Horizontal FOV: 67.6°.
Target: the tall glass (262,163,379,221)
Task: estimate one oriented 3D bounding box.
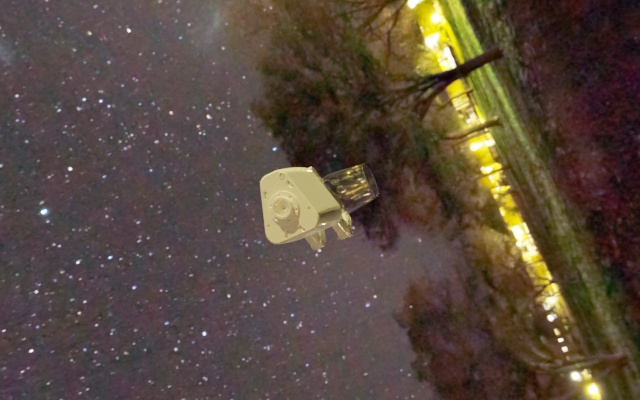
[{"bbox_3d":[0.000,0.003,0.842,0.201,0.079,0.079,-24,-8,19],"label":"tall glass"}]
